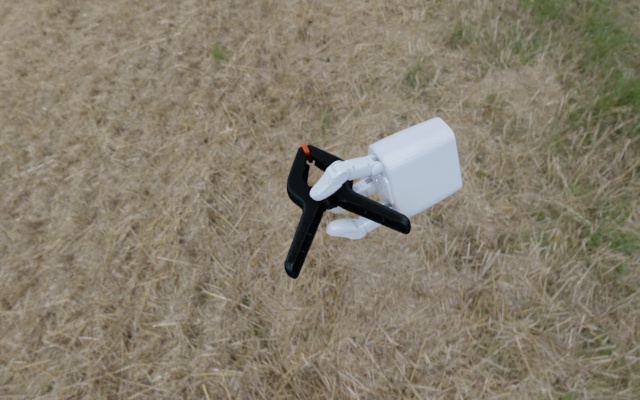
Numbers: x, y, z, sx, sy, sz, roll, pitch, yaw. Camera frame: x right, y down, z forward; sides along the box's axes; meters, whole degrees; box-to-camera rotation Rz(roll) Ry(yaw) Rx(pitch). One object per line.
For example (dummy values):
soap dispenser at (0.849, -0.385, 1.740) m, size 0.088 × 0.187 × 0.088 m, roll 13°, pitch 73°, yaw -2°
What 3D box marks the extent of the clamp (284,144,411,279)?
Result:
clamp at (0.000, 0.001, 0.641) m, size 0.164 × 0.209 × 0.036 m, roll -26°, pitch -40°, yaw -7°
